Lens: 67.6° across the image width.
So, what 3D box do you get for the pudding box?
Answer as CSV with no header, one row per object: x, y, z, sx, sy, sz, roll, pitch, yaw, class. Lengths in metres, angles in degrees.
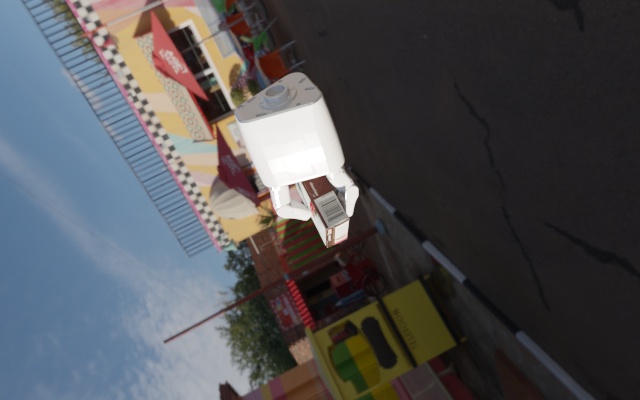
0.000,0.002,0.692,0.039,0.113,0.090,-24,-20,-7,pudding box
